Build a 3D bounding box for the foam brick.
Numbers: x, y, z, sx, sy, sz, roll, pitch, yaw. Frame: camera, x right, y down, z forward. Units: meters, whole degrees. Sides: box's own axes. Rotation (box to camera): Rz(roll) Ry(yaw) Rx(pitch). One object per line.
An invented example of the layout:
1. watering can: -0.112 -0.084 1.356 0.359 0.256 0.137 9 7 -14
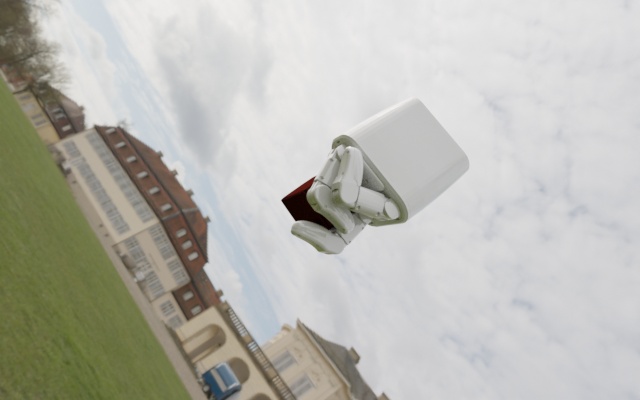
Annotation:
1. foam brick: 0.000 0.002 0.543 0.051 0.053 0.078 -37 8 -23
